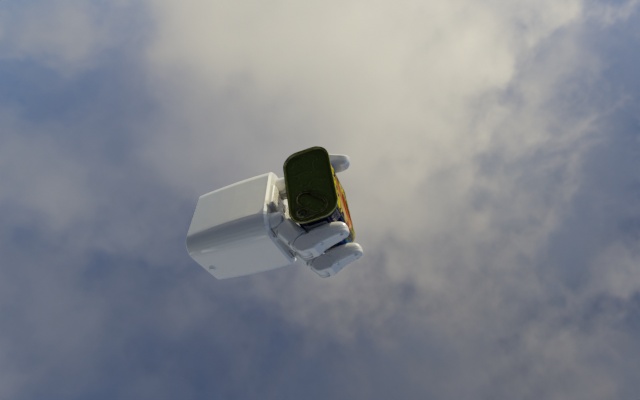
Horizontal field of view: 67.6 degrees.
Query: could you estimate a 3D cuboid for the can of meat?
[{"bbox_3d":[0.000,0.002,0.569,0.057,0.102,0.084,-18,-37,10],"label":"can of meat"}]
